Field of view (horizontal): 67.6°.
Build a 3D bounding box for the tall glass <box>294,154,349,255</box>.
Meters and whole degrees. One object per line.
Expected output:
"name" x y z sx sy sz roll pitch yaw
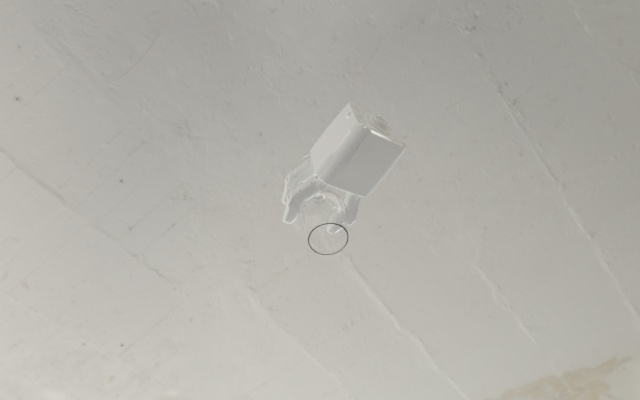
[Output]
"tall glass" 0.000 0.002 0.792 0.079 0.079 0.201 0 34 -8
